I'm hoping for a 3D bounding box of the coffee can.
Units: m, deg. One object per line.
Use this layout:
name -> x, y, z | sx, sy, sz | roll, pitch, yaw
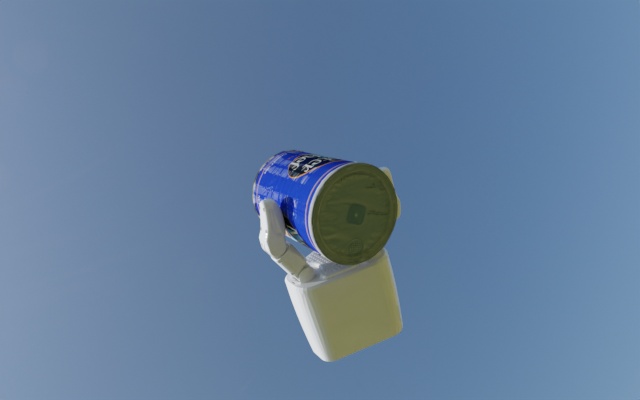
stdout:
coffee can -> 0.000, 0.002, 0.522 | 0.103, 0.103, 0.140 | 0, 11, -31
